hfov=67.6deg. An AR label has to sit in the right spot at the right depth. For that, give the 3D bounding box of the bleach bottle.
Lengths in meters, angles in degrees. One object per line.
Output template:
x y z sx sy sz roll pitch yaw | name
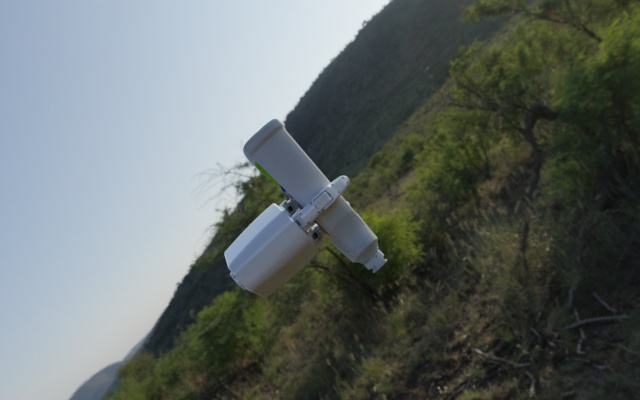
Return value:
0.000 0.002 0.678 0.068 0.251 0.102 -43 -1 -6 | bleach bottle
